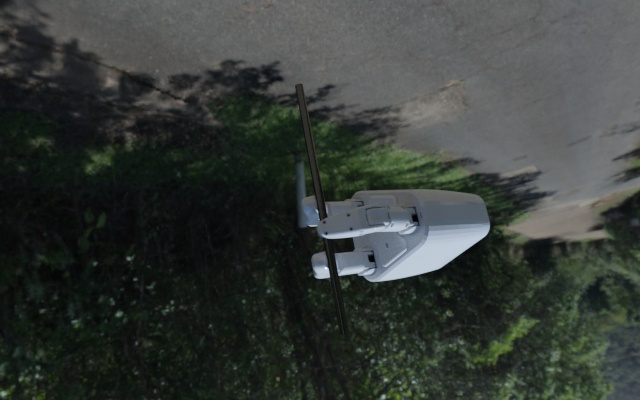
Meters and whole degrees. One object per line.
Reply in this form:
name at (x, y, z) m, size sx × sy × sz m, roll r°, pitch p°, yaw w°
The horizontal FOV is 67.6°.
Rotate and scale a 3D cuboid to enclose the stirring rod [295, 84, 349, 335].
stirring rod at (0.000, 0.001, 0.444) m, size 0.011 × 0.239 × 0.011 m, roll -10°, pitch -13°, yaw -2°
